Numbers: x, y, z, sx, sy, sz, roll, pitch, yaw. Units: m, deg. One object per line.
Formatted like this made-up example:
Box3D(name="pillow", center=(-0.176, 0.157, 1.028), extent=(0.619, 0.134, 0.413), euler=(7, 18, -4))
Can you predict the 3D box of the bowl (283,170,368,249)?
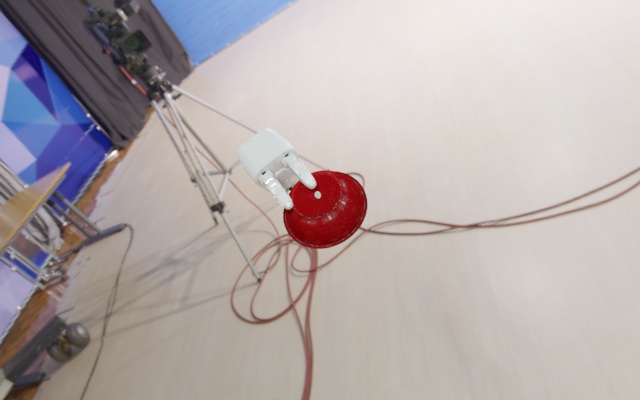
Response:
Box3D(name="bowl", center=(0.001, 0.003, 0.856), extent=(0.162, 0.162, 0.055), euler=(0, -28, 18))
